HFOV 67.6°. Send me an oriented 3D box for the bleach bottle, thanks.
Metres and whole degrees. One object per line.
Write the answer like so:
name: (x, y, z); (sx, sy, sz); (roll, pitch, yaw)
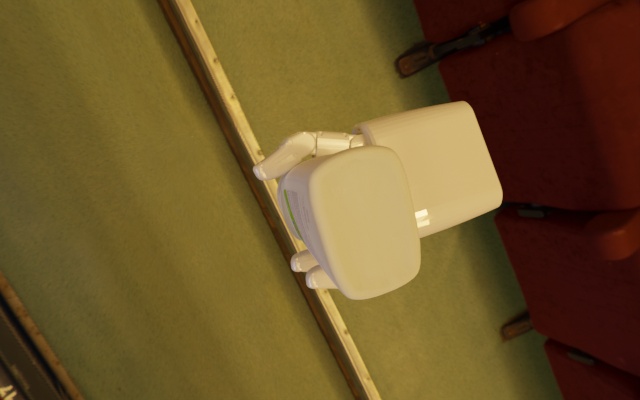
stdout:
bleach bottle: (0.000, 0.001, 0.422); (0.068, 0.102, 0.251); (-18, 12, -12)
